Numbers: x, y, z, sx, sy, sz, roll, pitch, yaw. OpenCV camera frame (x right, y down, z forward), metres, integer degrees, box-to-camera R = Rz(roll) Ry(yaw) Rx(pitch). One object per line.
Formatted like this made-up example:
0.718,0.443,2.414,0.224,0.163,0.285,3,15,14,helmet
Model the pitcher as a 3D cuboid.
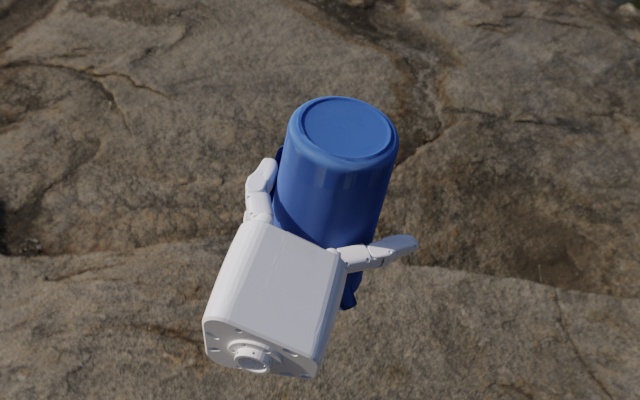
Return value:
0.000,0.002,0.541,0.149,0.145,0.243,16,-42,3,pitcher
